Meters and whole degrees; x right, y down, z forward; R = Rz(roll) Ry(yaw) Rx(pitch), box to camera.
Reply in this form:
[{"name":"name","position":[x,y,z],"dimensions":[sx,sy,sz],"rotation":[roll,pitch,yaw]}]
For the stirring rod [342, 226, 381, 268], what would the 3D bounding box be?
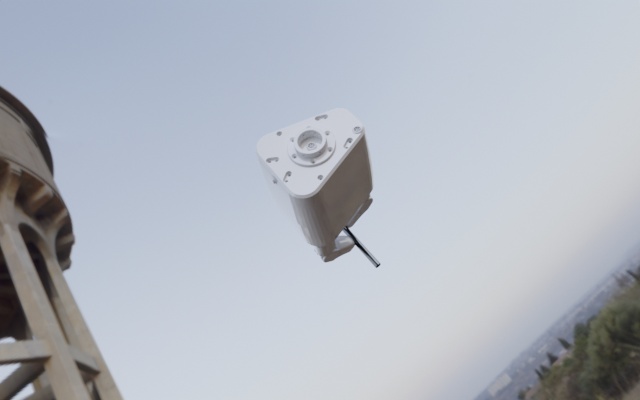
[{"name":"stirring rod","position":[0.000,0.002,0.644],"dimensions":[0.011,0.011,0.239],"rotation":[0,41,-51]}]
